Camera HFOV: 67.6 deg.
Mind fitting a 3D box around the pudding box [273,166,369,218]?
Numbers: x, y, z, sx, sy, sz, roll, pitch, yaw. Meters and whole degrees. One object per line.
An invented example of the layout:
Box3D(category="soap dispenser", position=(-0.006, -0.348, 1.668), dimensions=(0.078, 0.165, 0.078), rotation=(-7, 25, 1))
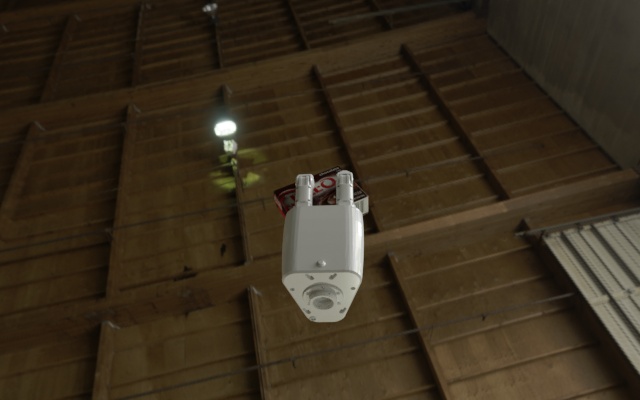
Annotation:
Box3D(category="pudding box", position=(0.000, 0.002, 0.690), dimensions=(0.113, 0.039, 0.090), rotation=(-21, 42, -17))
